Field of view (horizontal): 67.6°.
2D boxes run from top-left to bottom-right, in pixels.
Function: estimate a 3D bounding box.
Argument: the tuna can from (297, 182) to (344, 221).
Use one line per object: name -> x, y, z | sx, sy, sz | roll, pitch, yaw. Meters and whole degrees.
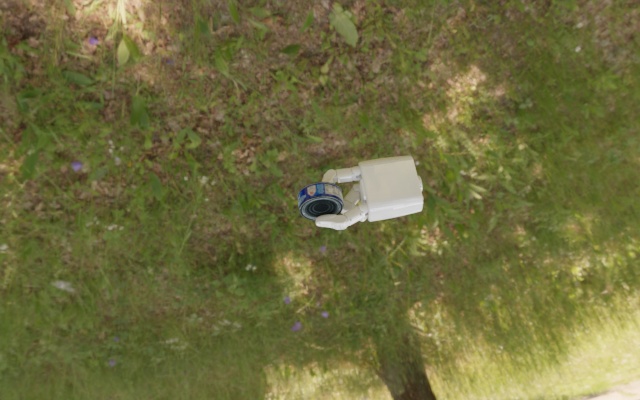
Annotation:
tuna can -> 0.000, 0.003, 0.899 | 0.086, 0.033, 0.086 | -5, -34, -3
